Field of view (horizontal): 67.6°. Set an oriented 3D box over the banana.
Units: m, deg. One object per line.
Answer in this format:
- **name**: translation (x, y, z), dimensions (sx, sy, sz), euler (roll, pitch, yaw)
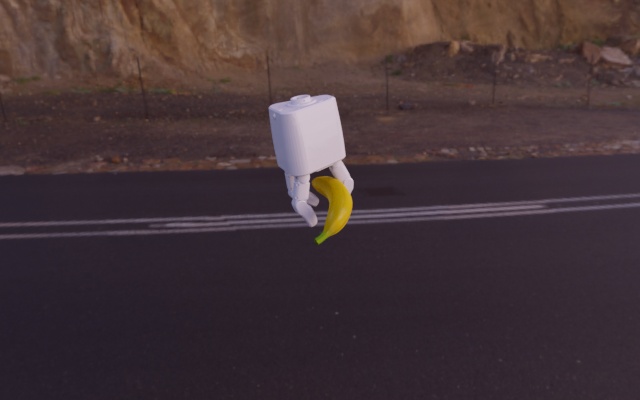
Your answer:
- **banana**: translation (0.018, 0.000, 0.804), dimensions (0.069, 0.037, 0.197), euler (-14, 28, 7)
